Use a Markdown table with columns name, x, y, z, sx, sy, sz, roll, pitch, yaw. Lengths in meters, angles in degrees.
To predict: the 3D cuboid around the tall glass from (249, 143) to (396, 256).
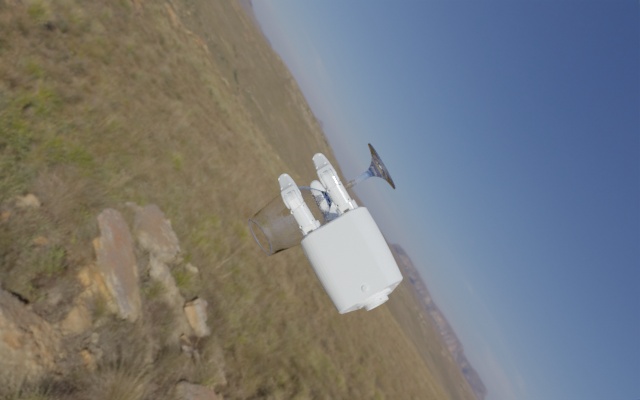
| name | x | y | z | sx | sy | sz | roll | pitch | yaw |
| --- | --- | --- | --- | --- | --- | --- | --- | --- | --- |
| tall glass | 0.001 | 0.002 | 0.670 | 0.201 | 0.079 | 0.079 | -30 | -3 | 4 |
